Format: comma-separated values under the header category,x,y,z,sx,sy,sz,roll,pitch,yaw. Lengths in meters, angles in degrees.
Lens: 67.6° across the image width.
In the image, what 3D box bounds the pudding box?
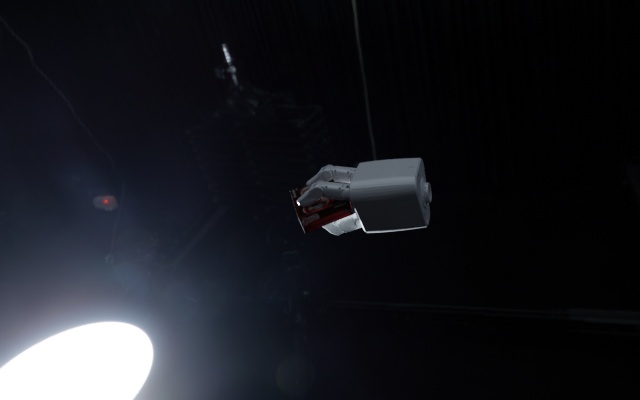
category,x,y,z,sx,sy,sz,roll,pitch,yaw
pudding box,0.000,0.003,0.830,0.090,0.039,0.113,-21,25,-2
